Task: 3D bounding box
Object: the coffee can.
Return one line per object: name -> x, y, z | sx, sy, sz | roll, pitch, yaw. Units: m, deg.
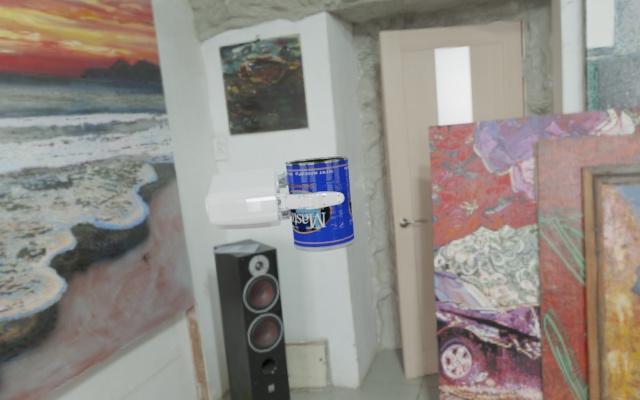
coffee can -> 0.000, 0.003, 0.781 | 0.103, 0.140, 0.103 | -5, 9, 1
